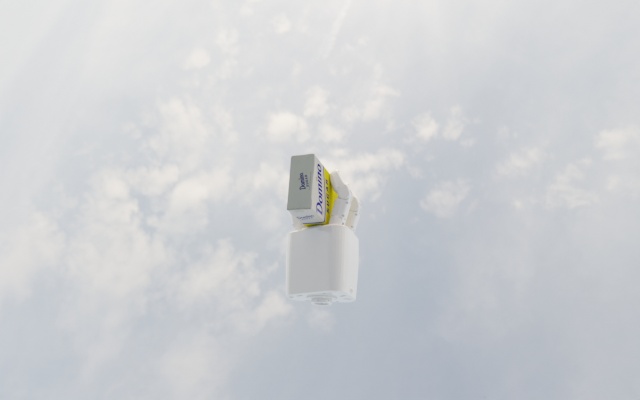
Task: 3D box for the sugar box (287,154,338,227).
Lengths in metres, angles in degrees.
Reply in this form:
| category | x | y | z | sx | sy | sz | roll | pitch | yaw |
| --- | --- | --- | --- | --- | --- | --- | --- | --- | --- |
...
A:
| category | x | y | z | sx | sy | sz | roll | pitch | yaw |
| --- | --- | --- | --- | --- | --- | --- | --- | --- | --- |
| sugar box | 0.001 | 0.003 | 0.789 | 0.048 | 0.093 | 0.176 | -4 | -22 | 17 |
